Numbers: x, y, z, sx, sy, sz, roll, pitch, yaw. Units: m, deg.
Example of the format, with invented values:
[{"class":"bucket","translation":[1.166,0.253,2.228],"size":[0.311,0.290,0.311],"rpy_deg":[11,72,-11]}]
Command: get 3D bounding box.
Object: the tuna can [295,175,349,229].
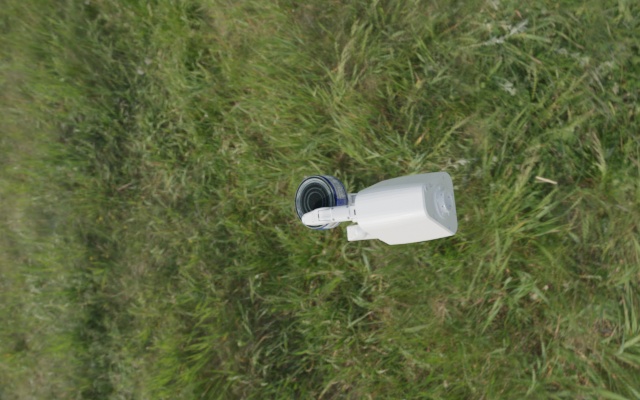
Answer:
[{"class":"tuna can","translation":[0.000,0.002,0.749],"size":[0.086,0.086,0.034],"rpy_deg":[0,0,40]}]
